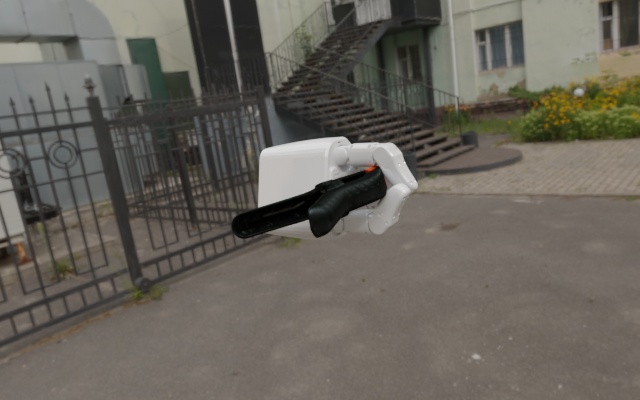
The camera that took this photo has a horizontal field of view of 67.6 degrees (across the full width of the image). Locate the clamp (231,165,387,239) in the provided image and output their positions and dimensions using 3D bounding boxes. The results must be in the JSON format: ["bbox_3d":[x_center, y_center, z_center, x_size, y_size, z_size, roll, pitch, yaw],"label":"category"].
[{"bbox_3d":[0.000,0.001,0.465,0.120,0.039,0.171,-1,14,36],"label":"clamp"}]
